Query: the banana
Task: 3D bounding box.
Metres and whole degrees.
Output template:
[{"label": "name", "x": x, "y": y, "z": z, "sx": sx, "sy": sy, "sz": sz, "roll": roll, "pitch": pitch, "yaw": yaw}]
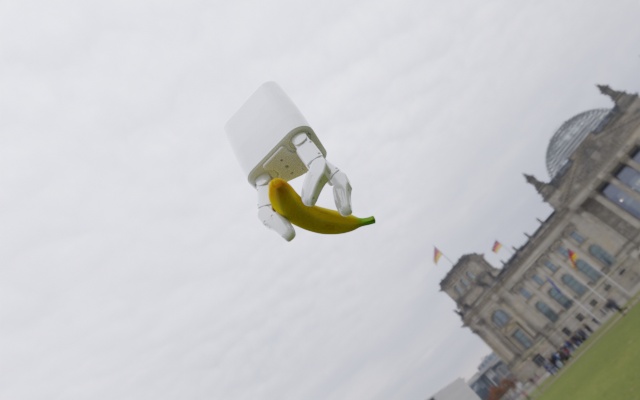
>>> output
[{"label": "banana", "x": -0.011, "y": 0.013, "z": 0.641, "sx": 0.070, "sy": 0.037, "sz": 0.198, "roll": -38, "pitch": -36, "yaw": 28}]
